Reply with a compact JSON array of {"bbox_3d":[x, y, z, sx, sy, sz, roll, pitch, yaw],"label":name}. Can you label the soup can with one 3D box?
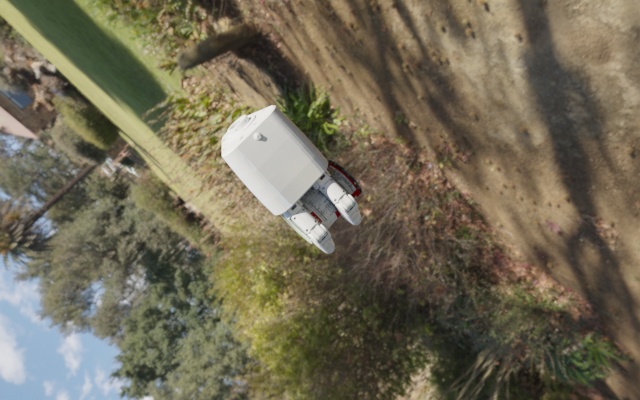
[{"bbox_3d":[0.000,0.003,0.673,0.068,0.102,0.068,42,-10,9],"label":"soup can"}]
